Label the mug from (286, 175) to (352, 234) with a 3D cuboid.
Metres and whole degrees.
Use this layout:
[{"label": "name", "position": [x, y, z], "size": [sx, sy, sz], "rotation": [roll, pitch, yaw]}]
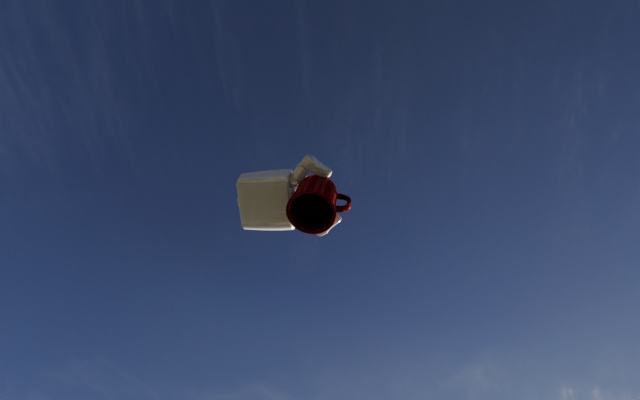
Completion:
[{"label": "mug", "position": [0.002, 0.003, 0.898], "size": [0.117, 0.093, 0.081], "rotation": [-2, 29, 11]}]
